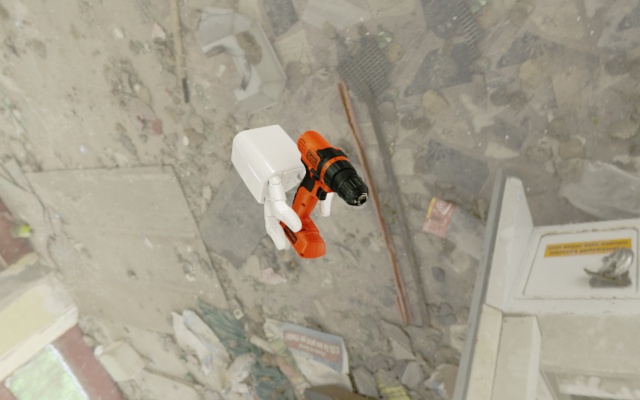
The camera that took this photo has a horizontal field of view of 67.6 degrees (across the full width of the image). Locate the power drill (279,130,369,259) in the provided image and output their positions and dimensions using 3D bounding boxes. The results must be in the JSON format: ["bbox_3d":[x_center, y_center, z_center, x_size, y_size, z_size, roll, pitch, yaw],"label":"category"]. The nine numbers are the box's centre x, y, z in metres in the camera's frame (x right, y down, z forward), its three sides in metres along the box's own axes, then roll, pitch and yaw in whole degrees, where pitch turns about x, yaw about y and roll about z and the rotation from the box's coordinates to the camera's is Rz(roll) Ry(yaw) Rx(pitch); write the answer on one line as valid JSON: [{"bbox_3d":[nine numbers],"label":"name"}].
[{"bbox_3d":[0.000,0.003,0.788,0.057,0.188,0.184,0,36,-32],"label":"power drill"}]
